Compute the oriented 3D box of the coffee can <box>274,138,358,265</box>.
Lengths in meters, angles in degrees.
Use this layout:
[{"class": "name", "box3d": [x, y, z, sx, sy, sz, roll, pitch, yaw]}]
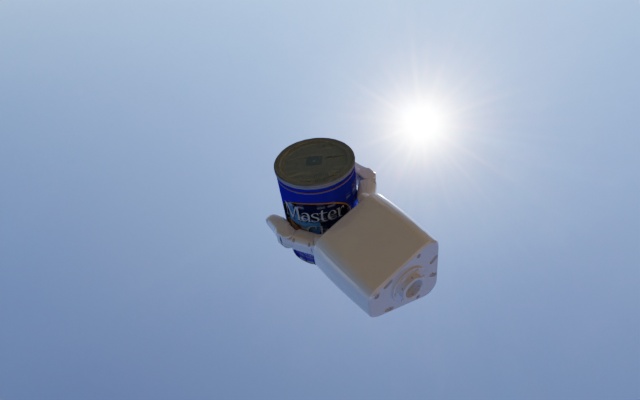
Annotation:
[{"class": "coffee can", "box3d": [0.000, 0.002, 0.640, 0.103, 0.140, 0.102, -5, 40, 4]}]
